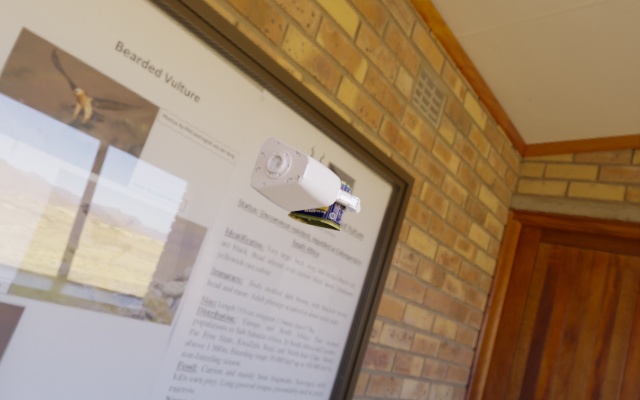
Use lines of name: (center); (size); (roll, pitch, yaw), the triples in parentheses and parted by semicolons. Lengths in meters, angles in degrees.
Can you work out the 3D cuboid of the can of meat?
can of meat: (0.000, 0.003, 0.883); (0.102, 0.084, 0.057); (10, -13, 35)
